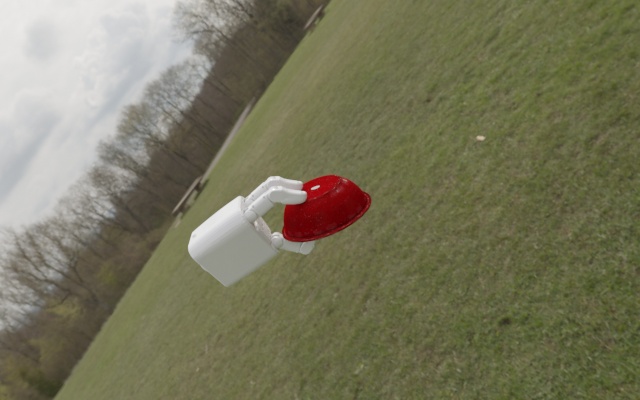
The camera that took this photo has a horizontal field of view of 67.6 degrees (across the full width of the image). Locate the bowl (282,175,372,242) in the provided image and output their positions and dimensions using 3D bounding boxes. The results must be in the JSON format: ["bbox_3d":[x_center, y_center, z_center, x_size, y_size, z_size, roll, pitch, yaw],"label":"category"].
[{"bbox_3d":[0.001,0.002,0.792,0.162,0.055,0.162,-20,21,8],"label":"bowl"}]
